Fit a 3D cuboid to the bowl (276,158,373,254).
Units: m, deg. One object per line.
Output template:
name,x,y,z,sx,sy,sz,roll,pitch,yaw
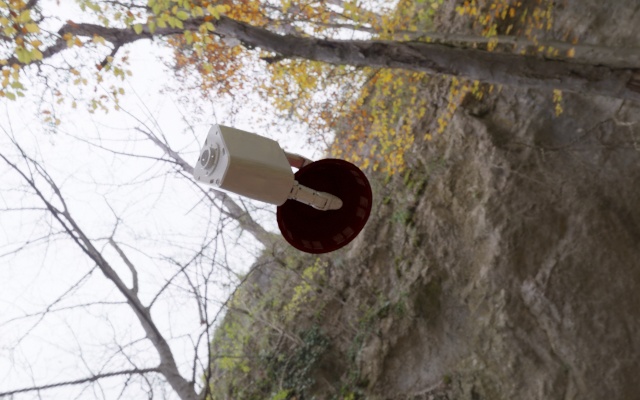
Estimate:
bowl,0.001,0.003,0.769,0.162,0.162,0.055,0,21,-21
